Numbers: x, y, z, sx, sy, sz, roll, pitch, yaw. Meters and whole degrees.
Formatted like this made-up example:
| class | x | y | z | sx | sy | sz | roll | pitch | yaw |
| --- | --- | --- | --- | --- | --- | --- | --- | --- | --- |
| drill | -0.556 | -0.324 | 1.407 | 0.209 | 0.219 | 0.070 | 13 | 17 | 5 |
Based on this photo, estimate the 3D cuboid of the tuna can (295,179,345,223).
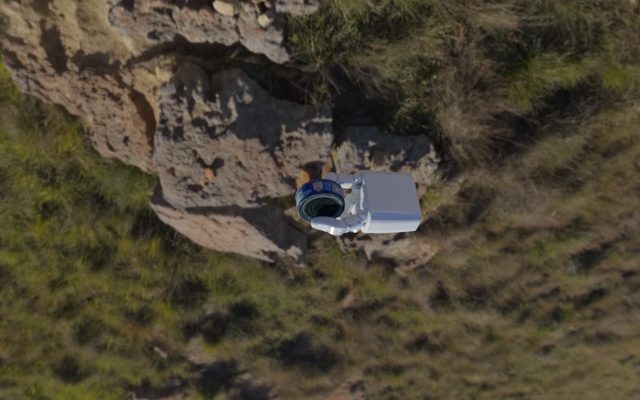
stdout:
| class | x | y | z | sx | sy | sz | roll | pitch | yaw |
| --- | --- | --- | --- | --- | --- | --- | --- | --- | --- |
| tuna can | 0.000 | 0.003 | 0.837 | 0.086 | 0.033 | 0.086 | -5 | -40 | -4 |
